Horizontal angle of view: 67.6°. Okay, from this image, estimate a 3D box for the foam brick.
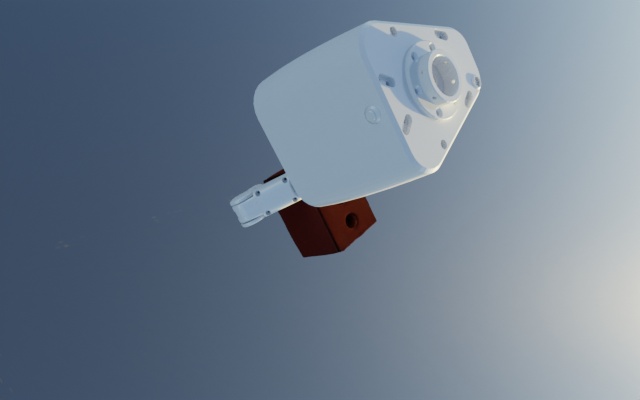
[{"bbox_3d":[0.000,0.002,0.401,0.051,0.078,0.053,-15,17,48],"label":"foam brick"}]
